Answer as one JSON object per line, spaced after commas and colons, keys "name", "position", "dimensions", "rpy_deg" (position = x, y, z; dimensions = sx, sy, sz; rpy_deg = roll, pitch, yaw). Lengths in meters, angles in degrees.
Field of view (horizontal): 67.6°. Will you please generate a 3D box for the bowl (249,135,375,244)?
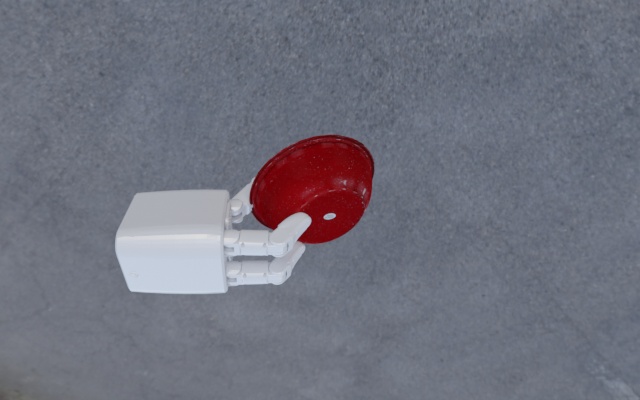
{"name": "bowl", "position": [0.001, 0.002, 0.568], "dimensions": [0.162, 0.162, 0.055], "rpy_deg": [0, 44, -29]}
